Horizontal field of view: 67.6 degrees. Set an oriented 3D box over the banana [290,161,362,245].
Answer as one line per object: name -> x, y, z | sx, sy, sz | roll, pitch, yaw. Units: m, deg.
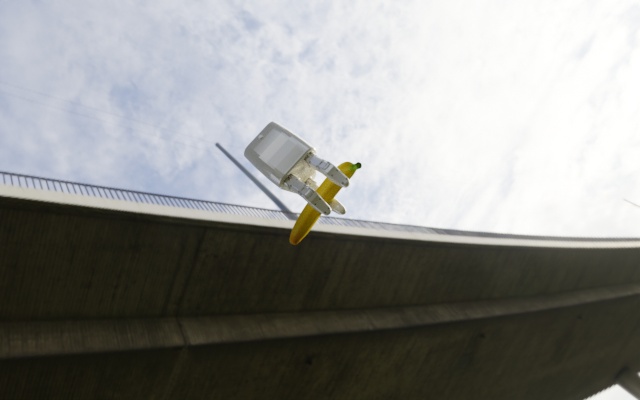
banana -> 0.004, -0.004, 0.887 | 0.037, 0.198, 0.069 | 37, 14, -3
